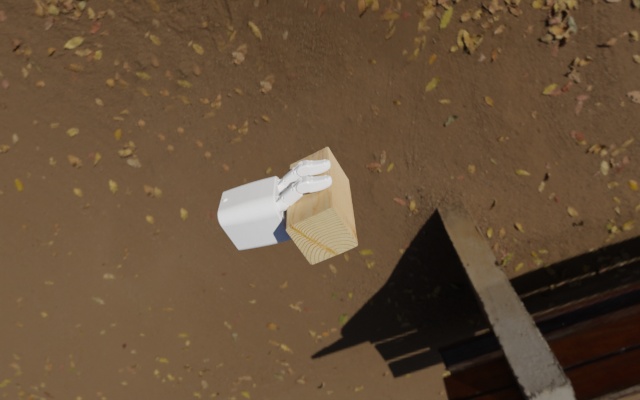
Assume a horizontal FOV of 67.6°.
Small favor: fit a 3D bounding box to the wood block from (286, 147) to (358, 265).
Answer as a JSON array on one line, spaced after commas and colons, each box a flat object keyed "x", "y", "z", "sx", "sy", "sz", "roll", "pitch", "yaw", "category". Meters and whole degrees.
[{"x": 0.000, "y": 0.003, "z": 0.852, "sx": 0.090, "sy": 0.091, "sz": 0.206, "roll": -25, "pitch": 31, "yaw": 14, "category": "wood block"}]
